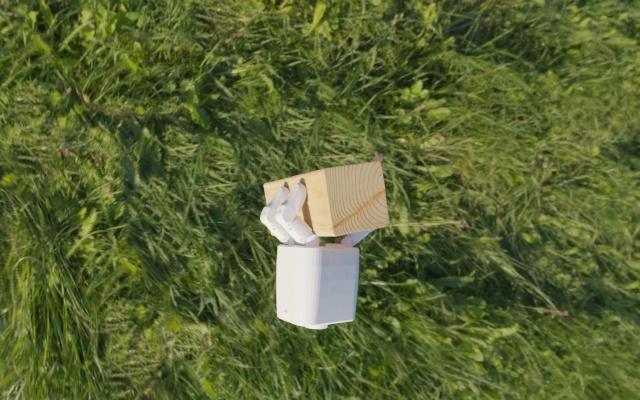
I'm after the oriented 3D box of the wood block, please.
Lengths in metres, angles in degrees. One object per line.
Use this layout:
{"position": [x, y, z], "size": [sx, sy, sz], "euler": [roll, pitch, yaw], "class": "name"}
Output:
{"position": [0.000, 0.003, 0.707], "size": [0.091, 0.090, 0.206], "euler": [-9, 1, -29], "class": "wood block"}
